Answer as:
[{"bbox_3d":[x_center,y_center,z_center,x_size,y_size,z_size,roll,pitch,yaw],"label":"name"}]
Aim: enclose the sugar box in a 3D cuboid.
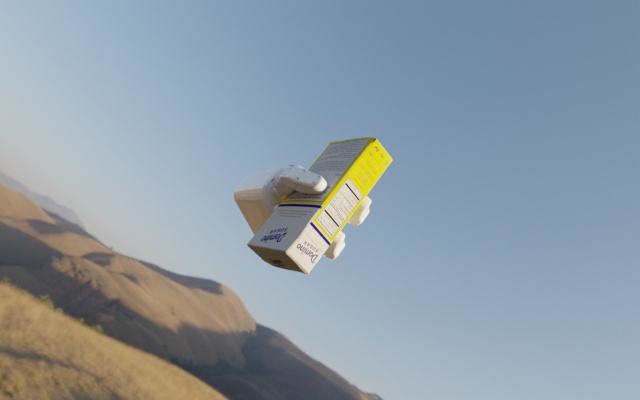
[{"bbox_3d":[0.000,0.002,0.560,0.048,0.176,0.093,47,-23,-26],"label":"sugar box"}]
